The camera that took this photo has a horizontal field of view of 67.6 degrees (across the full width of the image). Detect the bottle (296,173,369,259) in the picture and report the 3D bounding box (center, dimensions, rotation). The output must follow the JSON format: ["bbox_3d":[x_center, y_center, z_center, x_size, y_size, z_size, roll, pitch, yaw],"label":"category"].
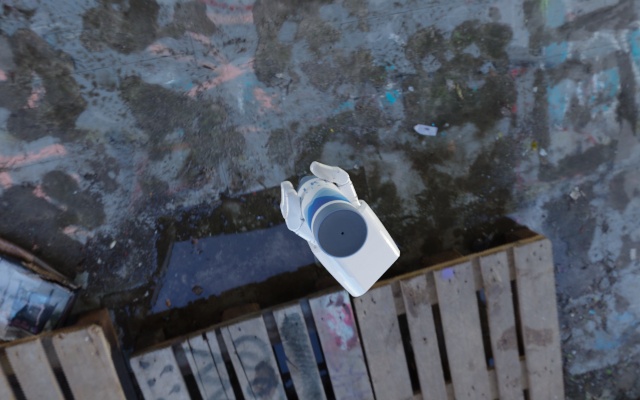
[{"bbox_3d":[0.000,0.002,0.723,0.069,0.069,0.295,0,15,-11],"label":"bottle"}]
